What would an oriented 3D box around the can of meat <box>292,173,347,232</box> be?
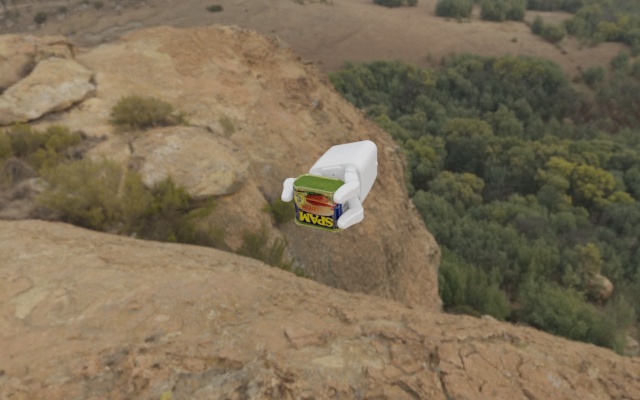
[{"bbox_3d":[0.000,0.003,0.879,0.102,0.084,0.057,11,35,24],"label":"can of meat"}]
